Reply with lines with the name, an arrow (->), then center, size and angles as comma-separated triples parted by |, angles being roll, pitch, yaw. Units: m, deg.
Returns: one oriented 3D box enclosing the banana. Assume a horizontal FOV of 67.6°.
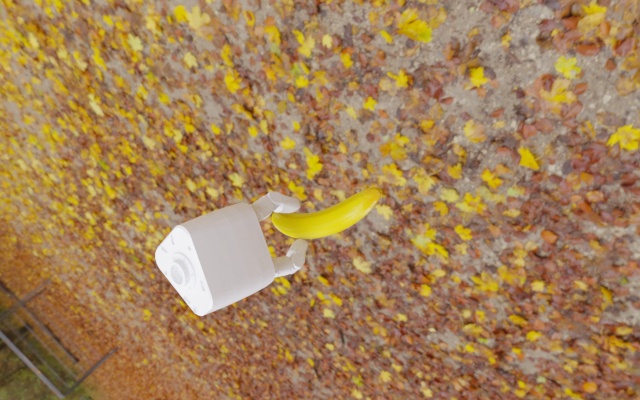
banana -> -0.003, 0.021, 0.694 | 0.198, 0.069, 0.037 | -4, -11, 34
